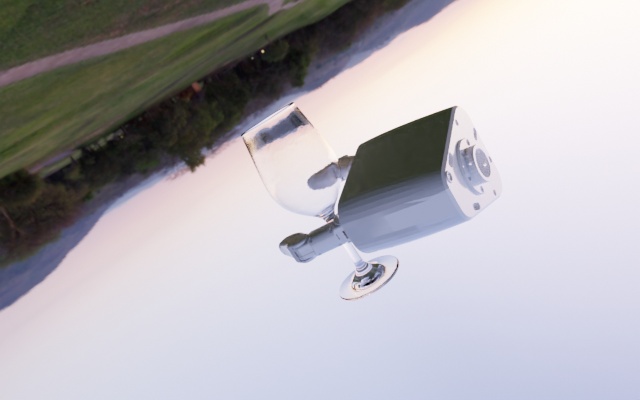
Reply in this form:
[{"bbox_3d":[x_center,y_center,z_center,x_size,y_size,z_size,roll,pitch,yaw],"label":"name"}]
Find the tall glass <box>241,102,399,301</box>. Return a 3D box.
[{"bbox_3d":[0.000,0.002,0.489,0.079,0.201,0.079,-31,14,8],"label":"tall glass"}]
